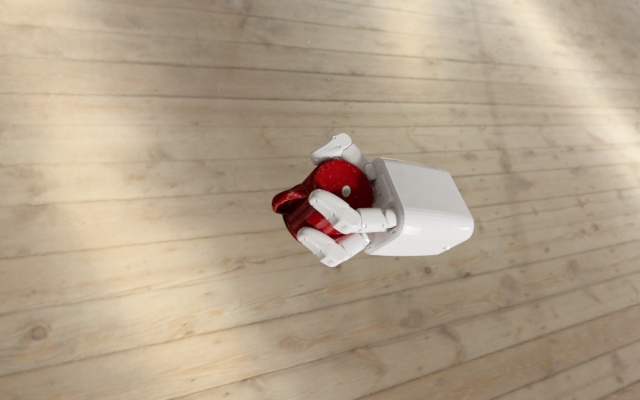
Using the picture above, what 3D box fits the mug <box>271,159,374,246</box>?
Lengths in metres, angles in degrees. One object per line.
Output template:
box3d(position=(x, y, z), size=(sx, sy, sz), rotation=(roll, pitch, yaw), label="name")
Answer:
box3d(position=(-0.001, 0.002, 0.567), size=(0.117, 0.093, 0.081), rotation=(6, -26, -25), label="mug")
